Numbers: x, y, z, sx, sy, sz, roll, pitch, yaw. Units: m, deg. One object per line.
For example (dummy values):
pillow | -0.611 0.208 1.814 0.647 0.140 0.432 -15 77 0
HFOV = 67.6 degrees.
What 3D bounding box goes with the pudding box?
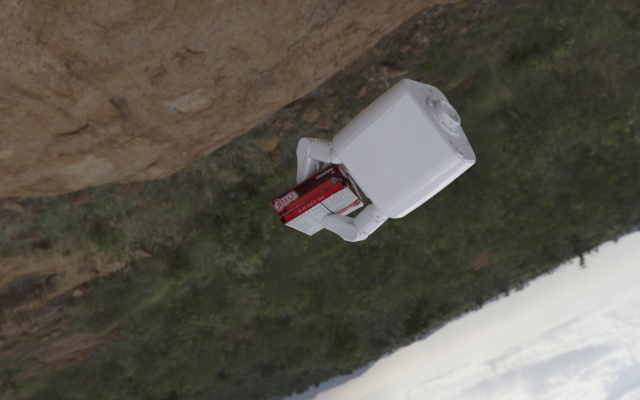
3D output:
pudding box | 0.000 0.002 0.590 0.090 0.039 0.113 -30 -19 8
